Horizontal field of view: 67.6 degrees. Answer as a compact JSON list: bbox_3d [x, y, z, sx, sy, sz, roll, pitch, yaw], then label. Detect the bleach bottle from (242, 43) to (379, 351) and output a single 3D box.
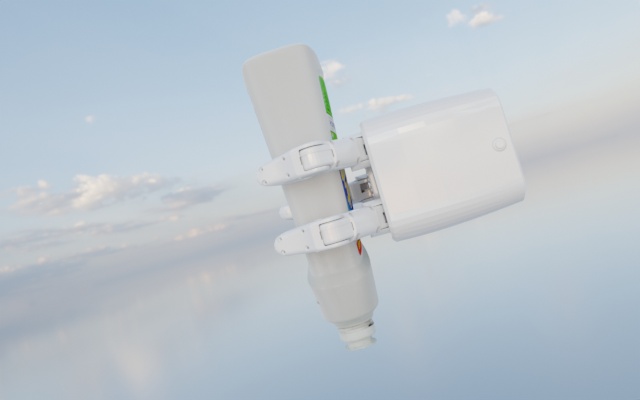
[{"bbox_3d":[0.000,0.001,0.416,0.068,0.251,0.102,-16,-2,5],"label":"bleach bottle"}]
